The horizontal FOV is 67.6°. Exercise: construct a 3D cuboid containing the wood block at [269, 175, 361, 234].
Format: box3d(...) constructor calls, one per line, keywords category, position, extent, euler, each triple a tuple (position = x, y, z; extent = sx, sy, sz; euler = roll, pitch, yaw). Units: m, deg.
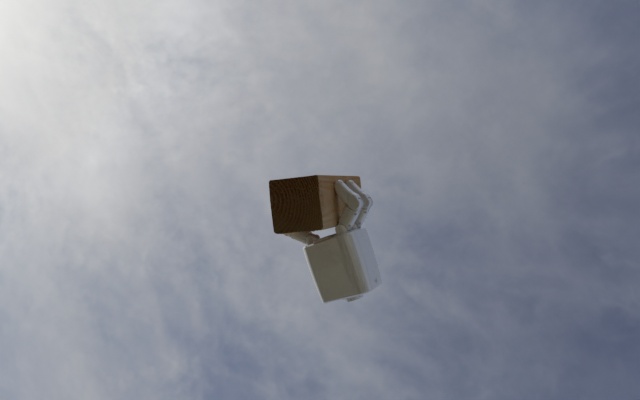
box3d(category="wood block", position=(0.000, 0.003, 0.852), extent=(0.091, 0.090, 0.206), euler=(-6, -1, 23))
